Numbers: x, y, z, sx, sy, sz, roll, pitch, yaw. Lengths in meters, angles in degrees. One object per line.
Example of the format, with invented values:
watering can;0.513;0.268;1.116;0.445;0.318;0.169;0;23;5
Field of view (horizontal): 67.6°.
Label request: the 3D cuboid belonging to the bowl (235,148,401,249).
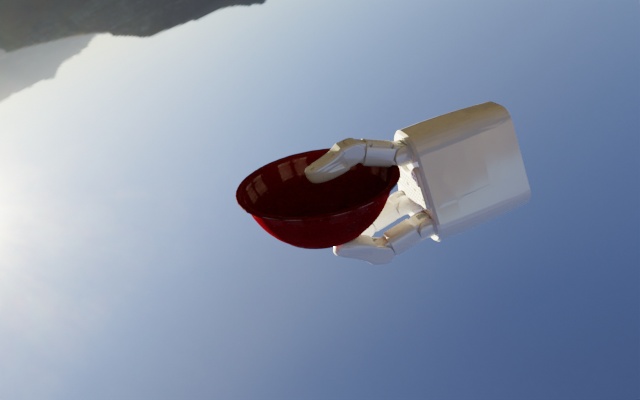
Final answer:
bowl;-0.001;0.002;0.478;0.162;0.055;0.162;-7;26;4
